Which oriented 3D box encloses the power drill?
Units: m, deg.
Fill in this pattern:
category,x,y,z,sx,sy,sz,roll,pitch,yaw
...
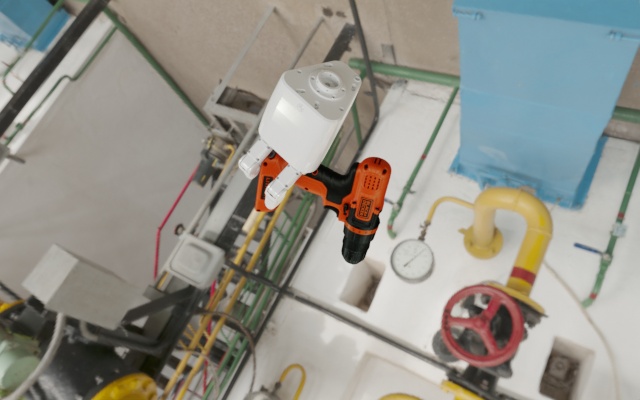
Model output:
category,x,y,z,sx,sy,sz,roll,pitch,yaw
power drill,0.000,0.002,0.715,0.187,0.184,0.057,15,31,5
